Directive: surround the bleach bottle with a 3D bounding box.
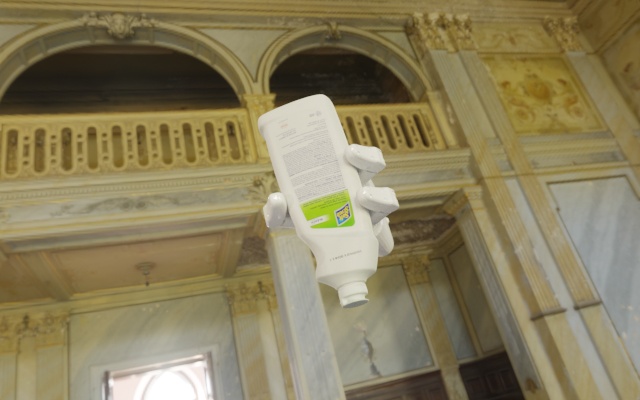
[{"bbox_3d":[0.000,0.002,0.555,0.102,0.250,0.068,-19,-25,10],"label":"bleach bottle"}]
